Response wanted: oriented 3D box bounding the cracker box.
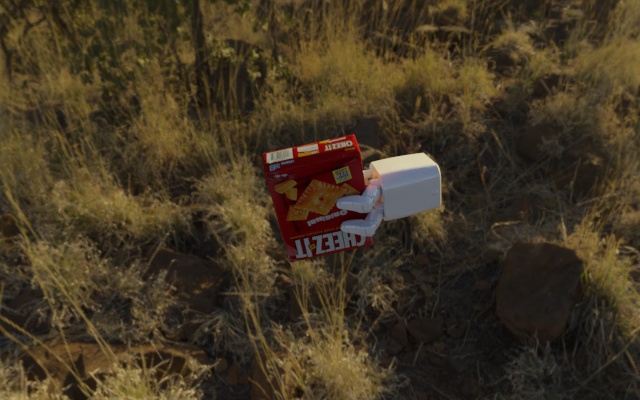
[{"bbox_3d":[0.000,0.003,0.857,0.164,0.214,0.072,-12,38,0],"label":"cracker box"}]
